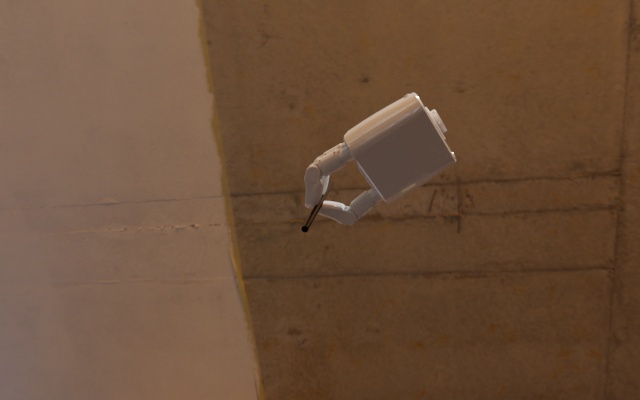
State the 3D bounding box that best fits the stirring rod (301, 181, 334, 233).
[{"bbox_3d":[0.000,0.002,0.656,0.011,0.011,0.239,0,15,9],"label":"stirring rod"}]
